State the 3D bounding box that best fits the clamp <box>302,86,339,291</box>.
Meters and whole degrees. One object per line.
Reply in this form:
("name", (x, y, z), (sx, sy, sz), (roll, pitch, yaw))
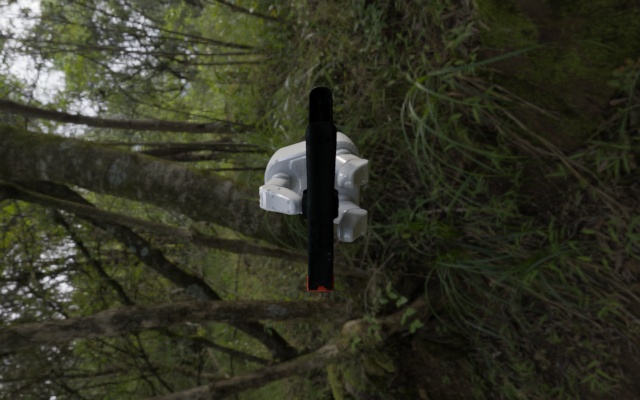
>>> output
("clamp", (-0.001, 0.002, 0.462), (0.036, 0.210, 0.164), (0, 16, 1))
